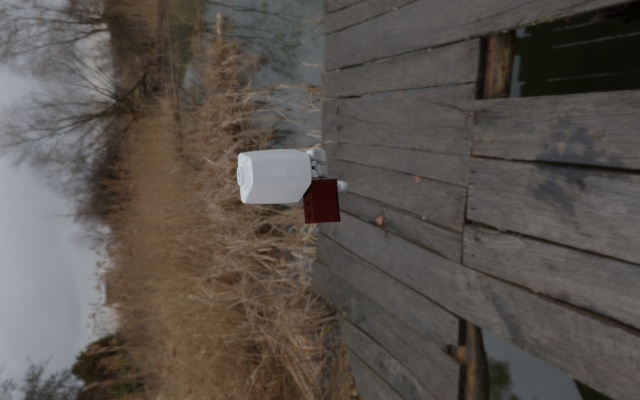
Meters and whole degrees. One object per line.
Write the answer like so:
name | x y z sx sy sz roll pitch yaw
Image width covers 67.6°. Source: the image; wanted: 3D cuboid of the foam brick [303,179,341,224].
foam brick | 0.000 0.003 0.864 0.051 0.078 0.053 -4 -4 -21
